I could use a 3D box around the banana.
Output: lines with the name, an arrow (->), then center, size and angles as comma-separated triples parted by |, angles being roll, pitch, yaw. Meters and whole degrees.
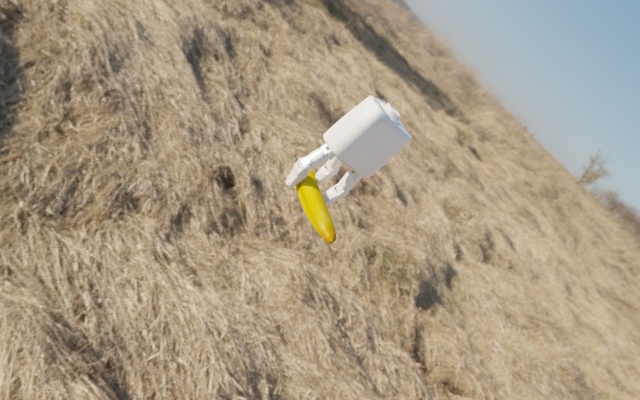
banana -> -0.012, -0.009, 0.837 | 0.037, 0.197, 0.070 | -38, -53, 17
